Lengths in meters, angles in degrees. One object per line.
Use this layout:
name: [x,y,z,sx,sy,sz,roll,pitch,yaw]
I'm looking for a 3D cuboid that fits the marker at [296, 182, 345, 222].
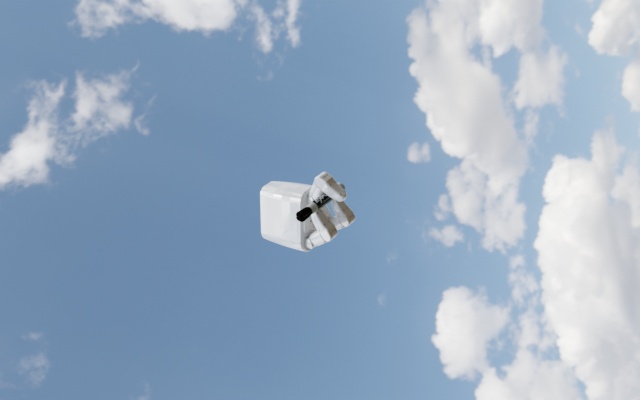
marker: [0.000,0.003,0.799,0.020,0.020,0.121,0,26,42]
